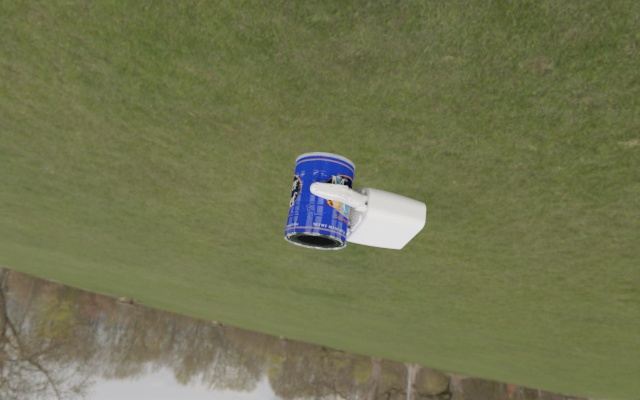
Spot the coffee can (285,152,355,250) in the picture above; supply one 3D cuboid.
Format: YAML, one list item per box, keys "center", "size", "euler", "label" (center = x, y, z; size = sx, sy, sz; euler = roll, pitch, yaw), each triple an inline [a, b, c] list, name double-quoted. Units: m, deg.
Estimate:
- center: [0.000, 0.002, 0.802]
  size: [0.103, 0.140, 0.103]
  euler: [7, -18, 2]
  label: "coffee can"
